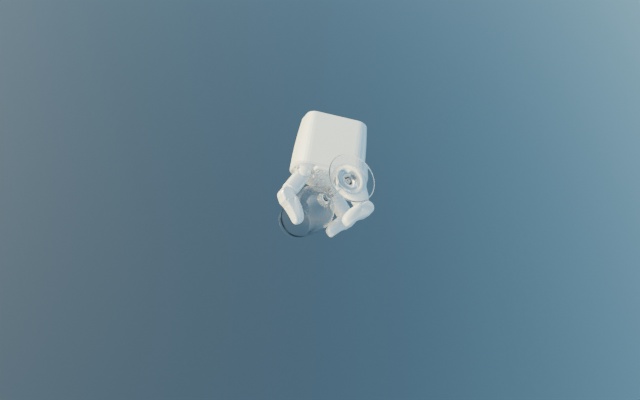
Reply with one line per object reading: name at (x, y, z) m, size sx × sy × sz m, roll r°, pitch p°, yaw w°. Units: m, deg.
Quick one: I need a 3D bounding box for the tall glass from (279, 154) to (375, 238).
tall glass at (0.000, 0.002, 0.753) m, size 0.079 × 0.079 × 0.201 m, roll 0°, pitch -21°, yaw -29°
